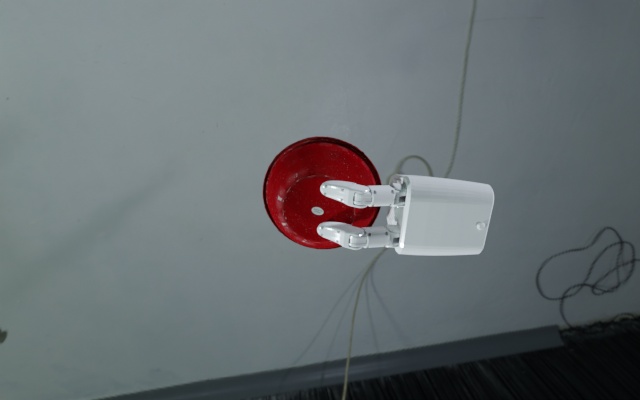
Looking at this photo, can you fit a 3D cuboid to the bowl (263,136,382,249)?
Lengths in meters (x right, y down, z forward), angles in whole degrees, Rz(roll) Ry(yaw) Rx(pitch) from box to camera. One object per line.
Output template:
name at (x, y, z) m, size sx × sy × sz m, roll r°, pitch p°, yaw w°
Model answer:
bowl at (-0.001, 0.002, 0.617) m, size 0.162 × 0.162 × 0.055 m, roll 0°, pitch 21°, yaw 5°
